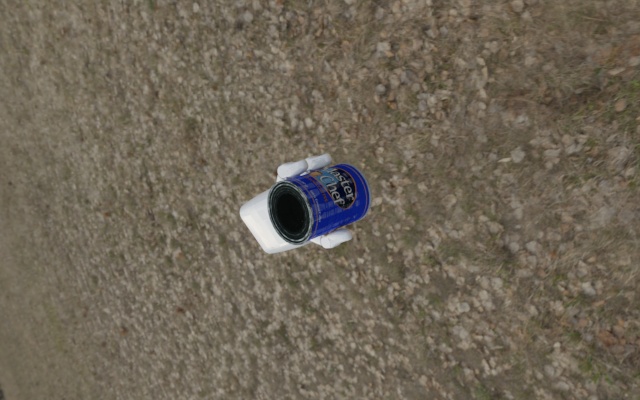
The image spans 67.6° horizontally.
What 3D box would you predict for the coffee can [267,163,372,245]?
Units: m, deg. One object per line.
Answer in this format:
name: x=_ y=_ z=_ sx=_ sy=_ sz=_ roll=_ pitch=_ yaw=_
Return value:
coffee can: x=0.000 y=0.002 z=0.770 sx=0.103 sy=0.103 sz=0.140 roll=0 pitch=14 yaw=46
